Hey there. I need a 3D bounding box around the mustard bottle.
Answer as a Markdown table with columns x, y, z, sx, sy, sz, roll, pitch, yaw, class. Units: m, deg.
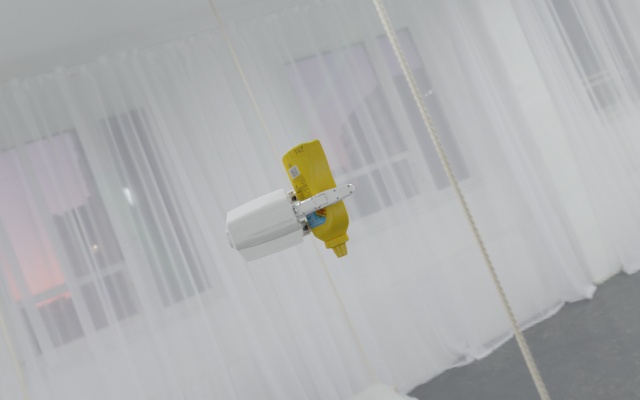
| x | y | z | sx | sy | sz | roll | pitch | yaw | class |
| --- | --- | --- | --- | --- | --- | --- | --- | --- | --- |
| 0.000 | 0.002 | 0.784 | 0.058 | 0.191 | 0.096 | -20 | -4 | -30 | mustard bottle |
